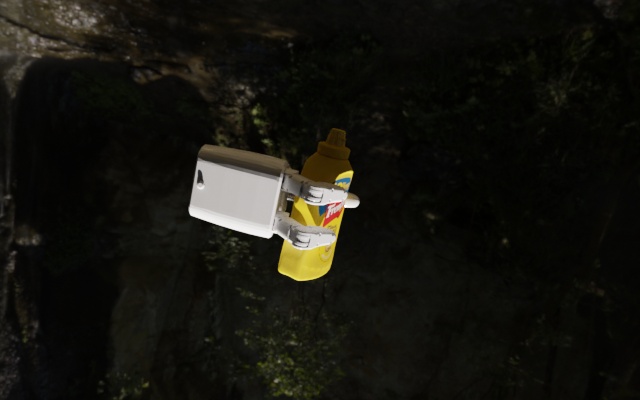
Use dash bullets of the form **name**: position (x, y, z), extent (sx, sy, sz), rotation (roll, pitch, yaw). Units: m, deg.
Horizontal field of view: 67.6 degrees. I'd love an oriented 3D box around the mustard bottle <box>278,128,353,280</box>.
- **mustard bottle**: position (0.000, 0.002, 0.617), extent (0.058, 0.192, 0.096), rotation (20, 15, 26)
